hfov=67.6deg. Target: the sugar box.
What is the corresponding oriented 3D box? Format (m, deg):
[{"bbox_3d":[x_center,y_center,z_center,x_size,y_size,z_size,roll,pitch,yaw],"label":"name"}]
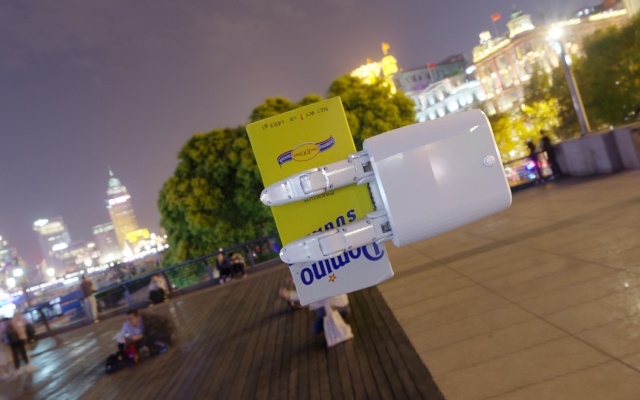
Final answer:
[{"bbox_3d":[0.000,0.001,0.453,0.093,0.176,0.048,-18,0,1],"label":"sugar box"}]
